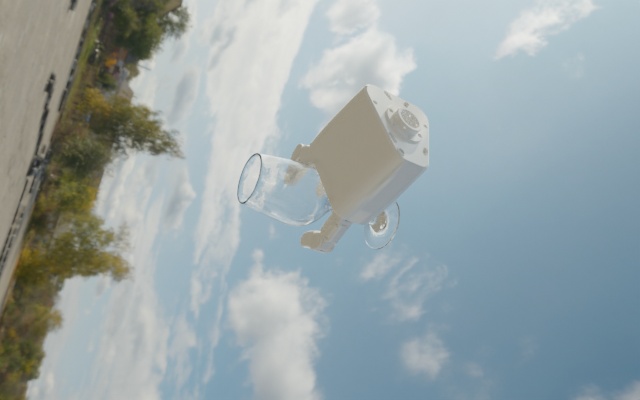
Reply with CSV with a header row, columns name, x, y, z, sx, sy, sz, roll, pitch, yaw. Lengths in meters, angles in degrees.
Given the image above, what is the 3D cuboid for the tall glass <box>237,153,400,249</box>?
name,x,y,z,sx,sy,sz,roll,pitch,yaw
tall glass,0.001,0.002,0.598,0.201,0.079,0.079,18,-9,-28
